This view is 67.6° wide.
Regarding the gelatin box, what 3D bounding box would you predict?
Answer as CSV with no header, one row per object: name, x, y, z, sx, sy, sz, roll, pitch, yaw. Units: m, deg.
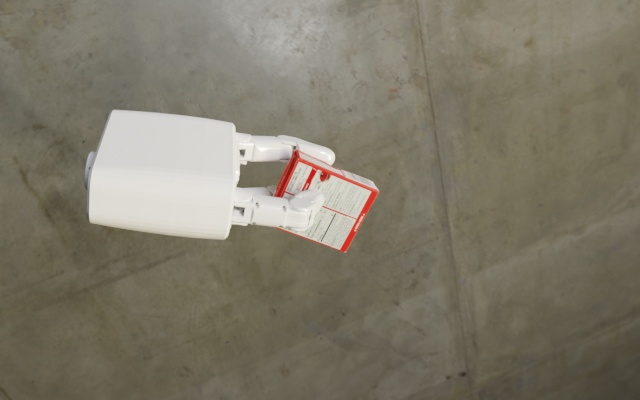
gelatin box,0.000,0.002,0.462,0.089,0.073,0.030,21,19,-16
